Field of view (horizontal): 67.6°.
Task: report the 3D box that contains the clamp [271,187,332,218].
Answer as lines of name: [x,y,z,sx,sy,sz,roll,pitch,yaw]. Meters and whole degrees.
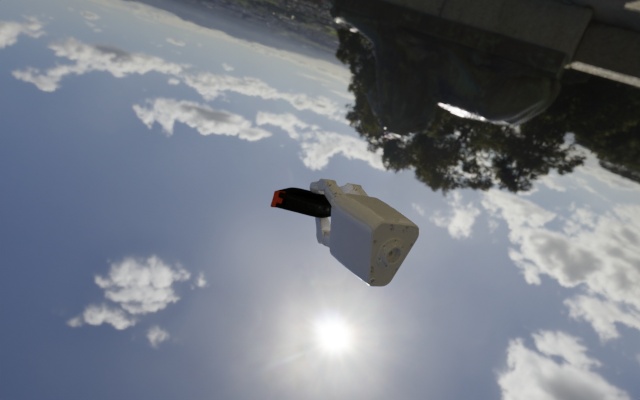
clamp: [0.000,0.004,0.838,0.210,0.036,0.164,8,15,-34]
